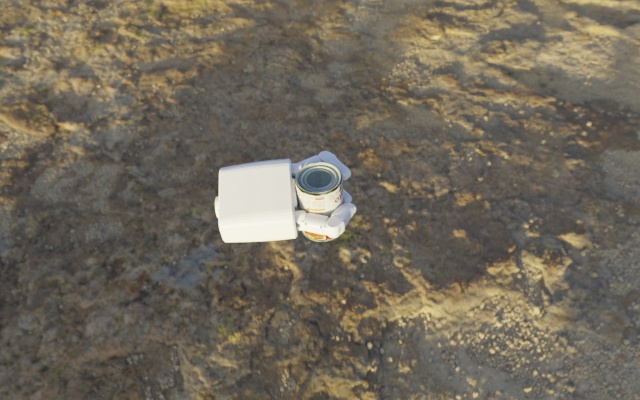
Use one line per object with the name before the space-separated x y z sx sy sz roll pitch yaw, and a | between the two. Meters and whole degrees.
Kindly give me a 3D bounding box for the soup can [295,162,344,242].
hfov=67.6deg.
soup can | 0.001 0.002 0.699 0.068 0.068 0.102 0 -44 5
